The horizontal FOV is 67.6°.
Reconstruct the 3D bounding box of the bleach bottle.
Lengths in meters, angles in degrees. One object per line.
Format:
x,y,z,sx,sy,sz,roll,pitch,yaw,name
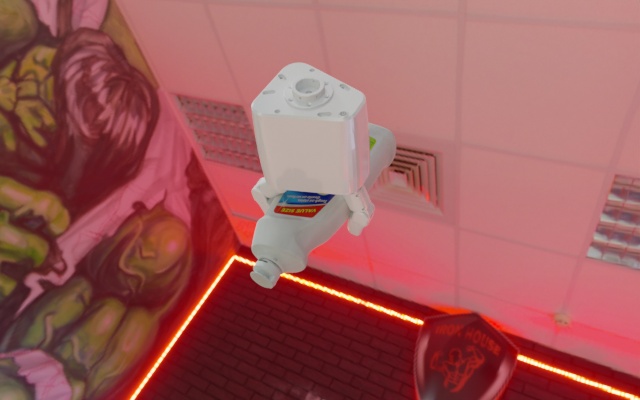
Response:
0.000,0.002,0.586,0.102,0.250,0.068,20,-35,19,bleach bottle
